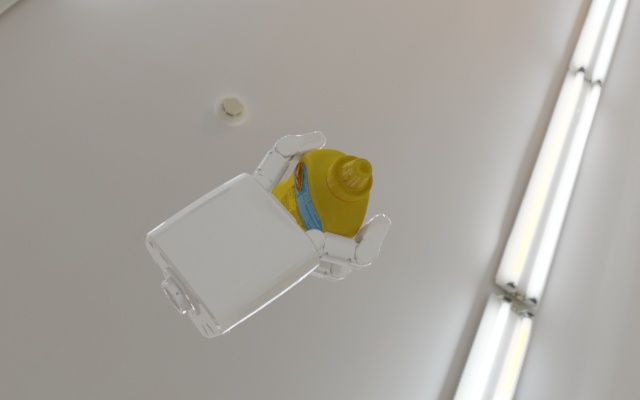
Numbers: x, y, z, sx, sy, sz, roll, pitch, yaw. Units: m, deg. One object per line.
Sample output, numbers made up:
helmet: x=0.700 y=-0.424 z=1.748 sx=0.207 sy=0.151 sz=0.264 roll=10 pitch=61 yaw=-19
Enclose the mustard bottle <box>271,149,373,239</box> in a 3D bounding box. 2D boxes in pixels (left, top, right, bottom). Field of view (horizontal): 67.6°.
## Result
mustard bottle: x=0.000 y=0.002 z=0.484 sx=0.058 sy=0.096 sz=0.192 roll=-8 pitch=-15 yaw=-24
